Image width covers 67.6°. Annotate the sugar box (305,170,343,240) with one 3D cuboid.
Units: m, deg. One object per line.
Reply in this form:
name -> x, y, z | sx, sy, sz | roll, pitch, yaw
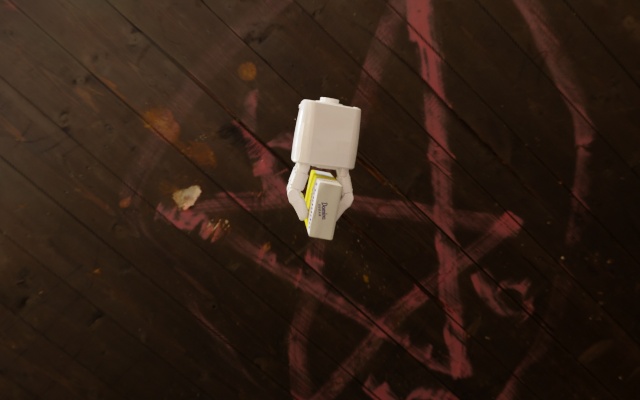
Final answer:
sugar box -> 0.000, 0.003, 0.848 | 0.048, 0.093, 0.176 | 10, 8, -5
